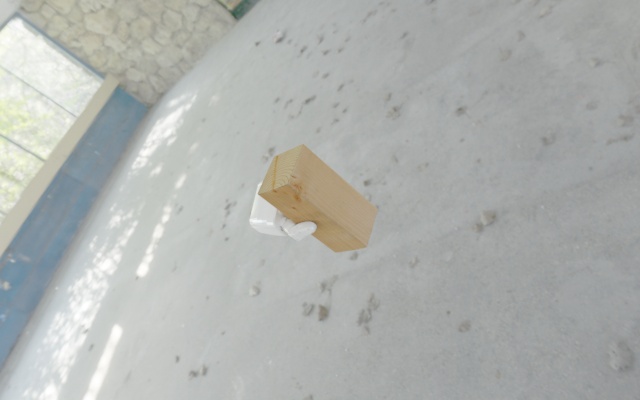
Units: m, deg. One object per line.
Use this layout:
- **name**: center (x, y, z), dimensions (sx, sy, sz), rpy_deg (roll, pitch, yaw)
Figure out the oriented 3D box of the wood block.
- **wood block**: center (0.000, 0.003, 0.877), dimensions (0.206, 0.090, 0.090), rpy_deg (39, -34, -29)
